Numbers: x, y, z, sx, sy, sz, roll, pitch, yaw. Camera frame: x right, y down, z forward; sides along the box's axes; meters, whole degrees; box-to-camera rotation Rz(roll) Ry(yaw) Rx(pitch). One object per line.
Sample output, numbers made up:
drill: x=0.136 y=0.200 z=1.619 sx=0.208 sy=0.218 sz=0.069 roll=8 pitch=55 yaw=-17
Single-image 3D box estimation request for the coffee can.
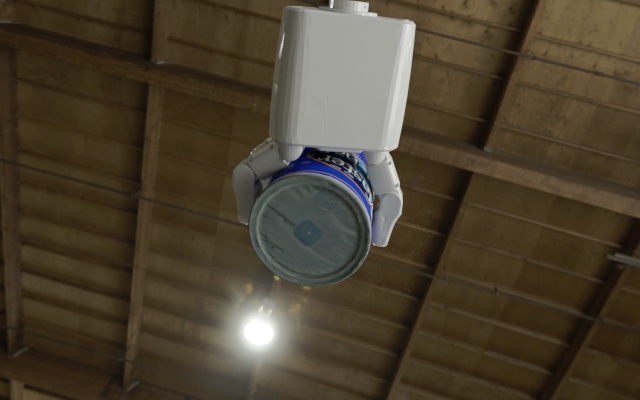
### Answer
coffee can: x=0.000 y=0.002 z=0.455 sx=0.103 sy=0.103 sz=0.140 roll=0 pitch=22 yaw=9
